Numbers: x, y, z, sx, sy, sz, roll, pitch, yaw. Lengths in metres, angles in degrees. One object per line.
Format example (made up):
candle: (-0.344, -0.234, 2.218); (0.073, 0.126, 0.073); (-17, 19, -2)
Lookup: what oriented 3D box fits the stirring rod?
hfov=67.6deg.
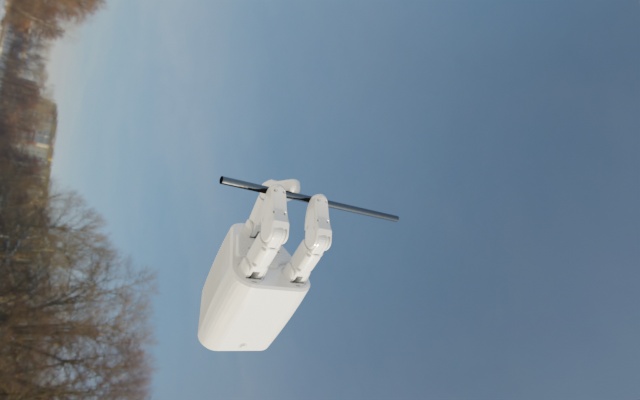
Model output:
stirring rod: (0.000, 0.002, 0.529); (0.239, 0.011, 0.011); (13, -8, -36)
